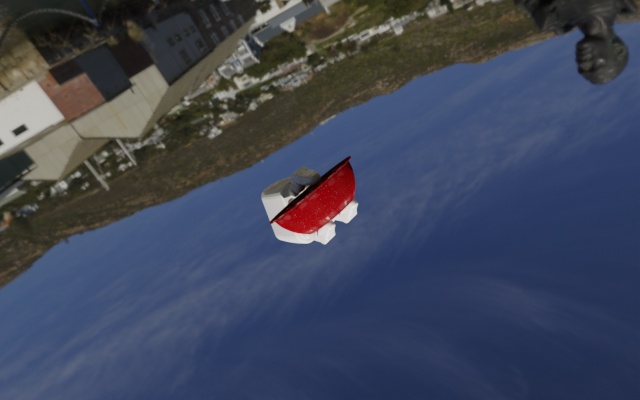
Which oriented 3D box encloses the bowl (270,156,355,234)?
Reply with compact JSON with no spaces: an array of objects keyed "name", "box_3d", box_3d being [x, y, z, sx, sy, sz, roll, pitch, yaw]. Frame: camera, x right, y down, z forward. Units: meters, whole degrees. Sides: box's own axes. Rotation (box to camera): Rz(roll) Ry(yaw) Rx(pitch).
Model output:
[{"name":"bowl","box_3d":[0.001,0.003,0.736,0.162,0.055,0.162,-40,4,3]}]
